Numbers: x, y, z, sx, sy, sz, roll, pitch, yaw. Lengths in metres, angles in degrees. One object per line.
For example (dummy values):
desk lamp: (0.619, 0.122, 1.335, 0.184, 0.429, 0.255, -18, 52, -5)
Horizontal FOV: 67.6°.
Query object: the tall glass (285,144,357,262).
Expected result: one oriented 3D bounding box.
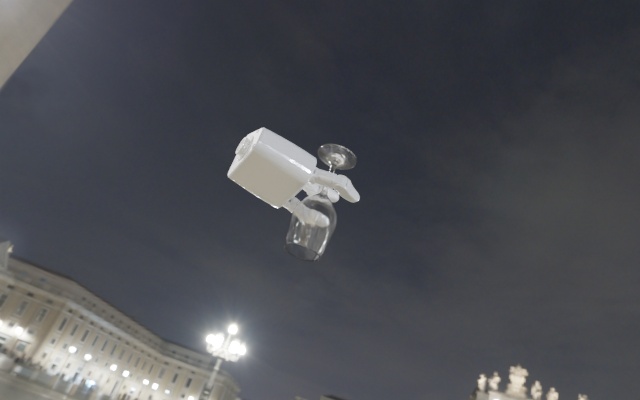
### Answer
tall glass: (0.000, 0.002, 0.825, 0.079, 0.201, 0.079, 15, -28, 8)
